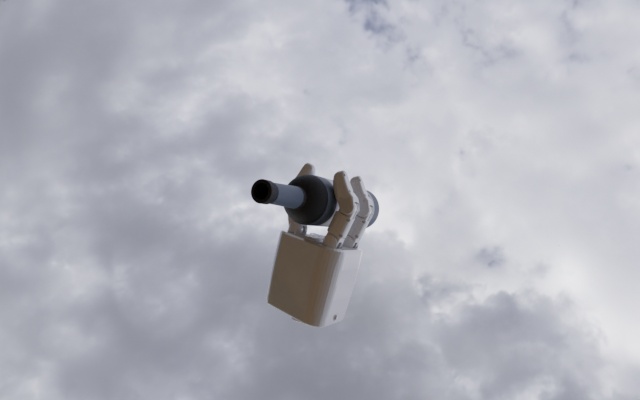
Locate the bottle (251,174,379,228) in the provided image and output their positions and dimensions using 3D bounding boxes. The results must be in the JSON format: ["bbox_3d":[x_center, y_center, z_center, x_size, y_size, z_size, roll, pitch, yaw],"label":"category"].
[{"bbox_3d":[0.000,0.002,0.654,0.069,0.069,0.296,0,-5,27],"label":"bottle"}]
